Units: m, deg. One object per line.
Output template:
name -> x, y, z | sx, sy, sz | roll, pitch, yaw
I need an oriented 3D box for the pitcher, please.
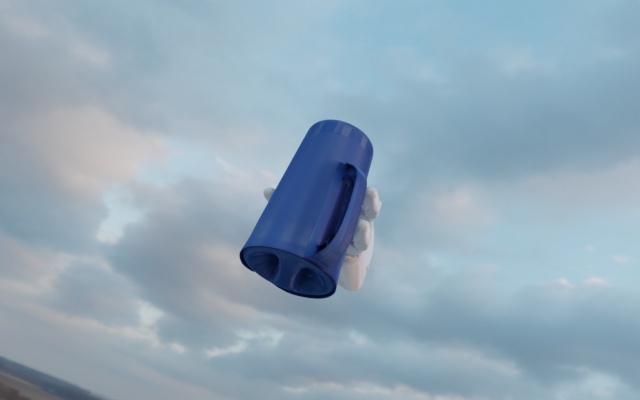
pitcher -> 0.000, 0.002, 0.666 | 0.149, 0.242, 0.145 | 12, -32, 17
